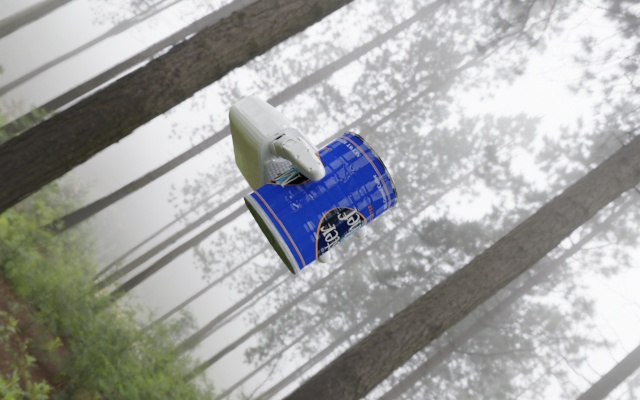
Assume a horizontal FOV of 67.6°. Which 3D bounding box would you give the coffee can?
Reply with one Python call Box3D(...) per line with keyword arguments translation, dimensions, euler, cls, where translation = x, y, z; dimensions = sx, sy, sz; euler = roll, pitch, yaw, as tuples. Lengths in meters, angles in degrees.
Box3D(translation=(0.000, 0.002, 0.537), dimensions=(0.140, 0.103, 0.103), euler=(-33, 7, -11), cls="coffee can")
